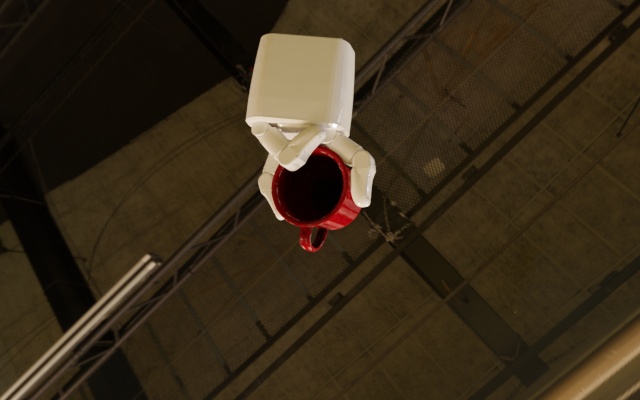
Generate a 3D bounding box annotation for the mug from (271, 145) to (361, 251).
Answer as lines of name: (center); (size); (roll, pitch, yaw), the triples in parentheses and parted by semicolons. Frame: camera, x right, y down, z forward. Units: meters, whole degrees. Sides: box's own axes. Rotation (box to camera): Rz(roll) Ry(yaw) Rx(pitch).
mug: (0.000, 0.003, 0.561); (0.093, 0.117, 0.081); (5, -8, 23)
